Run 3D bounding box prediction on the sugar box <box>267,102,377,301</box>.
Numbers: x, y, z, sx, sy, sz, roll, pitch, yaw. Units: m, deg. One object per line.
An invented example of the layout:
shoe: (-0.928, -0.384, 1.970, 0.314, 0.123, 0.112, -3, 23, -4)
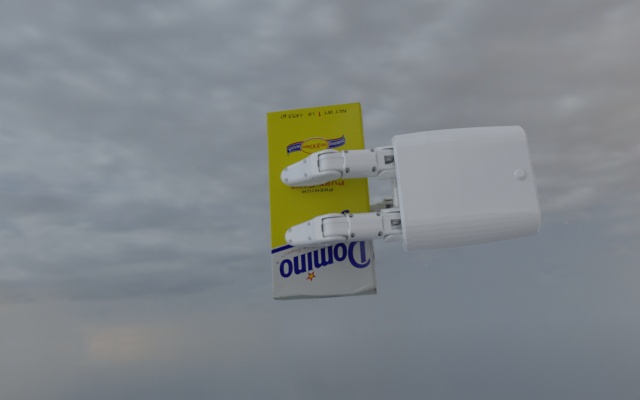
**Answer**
sugar box: (0.000, 0.001, 0.446, 0.093, 0.176, 0.048, -6, -15, 7)
